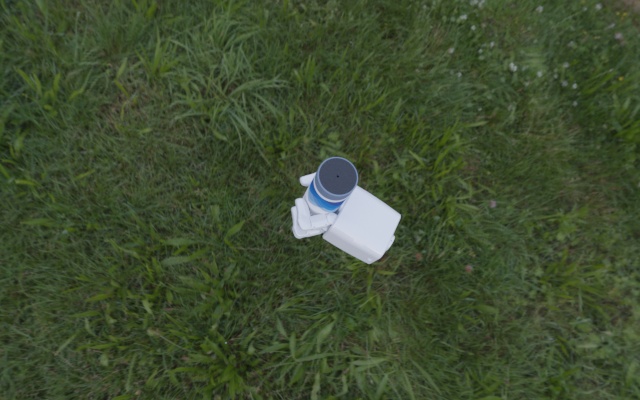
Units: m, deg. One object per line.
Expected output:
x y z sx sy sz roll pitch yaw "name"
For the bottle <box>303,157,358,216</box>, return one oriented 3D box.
0.000 0.003 0.893 0.069 0.069 0.296 0 -16 -11 "bottle"
